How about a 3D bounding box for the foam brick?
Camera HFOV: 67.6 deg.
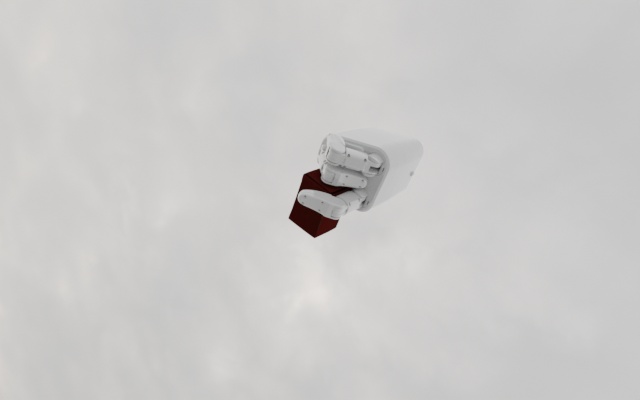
[{"bbox_3d":[0.000,0.002,0.655,0.053,0.078,0.051,38,36,24],"label":"foam brick"}]
